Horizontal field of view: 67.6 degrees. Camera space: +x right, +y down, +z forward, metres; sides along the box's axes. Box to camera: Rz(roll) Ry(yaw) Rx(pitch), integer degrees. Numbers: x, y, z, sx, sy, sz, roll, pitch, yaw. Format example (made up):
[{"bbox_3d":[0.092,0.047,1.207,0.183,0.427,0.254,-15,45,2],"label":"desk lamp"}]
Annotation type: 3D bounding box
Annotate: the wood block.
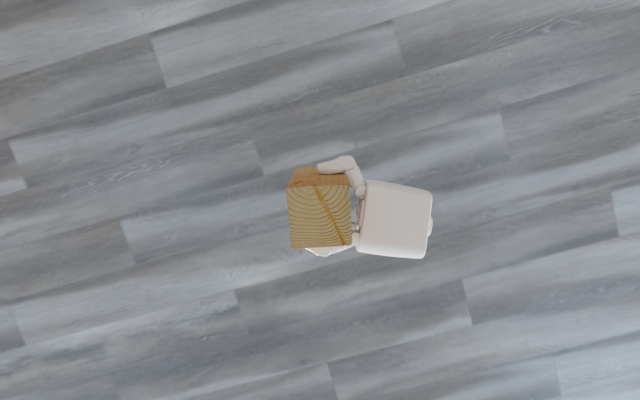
[{"bbox_3d":[0.001,0.002,0.767,0.090,0.091,0.206,-3,11,1],"label":"wood block"}]
